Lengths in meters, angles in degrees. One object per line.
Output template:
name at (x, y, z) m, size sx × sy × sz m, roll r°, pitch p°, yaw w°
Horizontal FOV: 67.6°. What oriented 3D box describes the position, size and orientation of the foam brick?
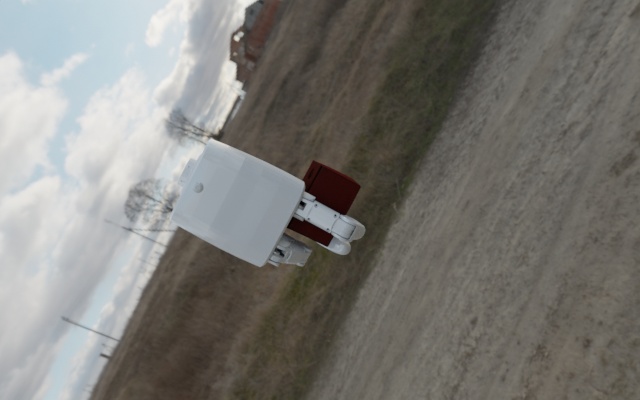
foam brick at (0.000, 0.001, 0.526) m, size 0.051 × 0.078 × 0.053 m, roll 28°, pitch 5°, yaw -13°
